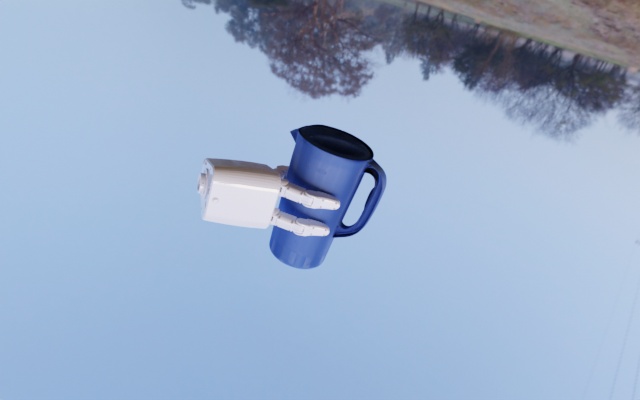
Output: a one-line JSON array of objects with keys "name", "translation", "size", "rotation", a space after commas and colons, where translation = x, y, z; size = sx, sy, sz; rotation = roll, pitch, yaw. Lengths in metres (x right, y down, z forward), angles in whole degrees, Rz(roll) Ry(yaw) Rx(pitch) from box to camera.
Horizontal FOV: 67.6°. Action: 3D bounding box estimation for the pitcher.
[{"name": "pitcher", "translation": [0.000, 0.003, 0.836], "size": [0.145, 0.243, 0.149], "rotation": [6, 29, -26]}]
